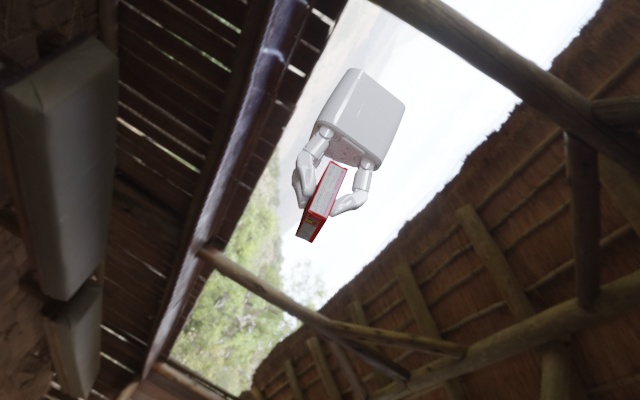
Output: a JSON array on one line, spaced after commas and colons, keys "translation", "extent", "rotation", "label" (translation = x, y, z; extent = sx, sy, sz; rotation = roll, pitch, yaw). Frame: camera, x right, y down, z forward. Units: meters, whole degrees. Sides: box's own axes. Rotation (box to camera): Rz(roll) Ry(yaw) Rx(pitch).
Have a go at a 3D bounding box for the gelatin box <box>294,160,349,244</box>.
[{"translation": [0.000, 0.003, 0.631], "extent": [0.030, 0.089, 0.073], "rotation": [25, -33, -4], "label": "gelatin box"}]
